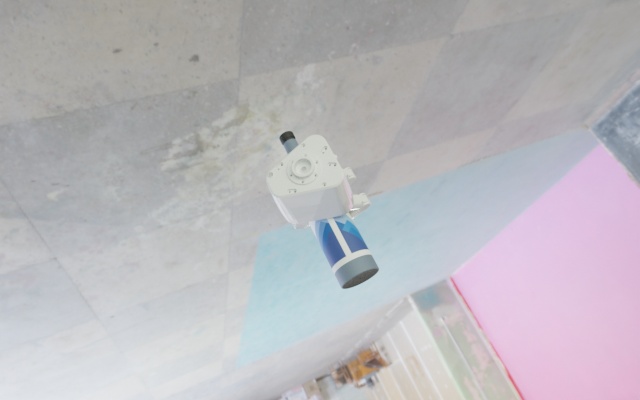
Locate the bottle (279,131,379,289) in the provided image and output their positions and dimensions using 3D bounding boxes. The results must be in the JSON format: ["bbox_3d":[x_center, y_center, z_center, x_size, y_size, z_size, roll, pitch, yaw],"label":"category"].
[{"bbox_3d":[0.000,0.003,0.802,0.069,0.295,0.069,-23,-24,-11],"label":"bottle"}]
